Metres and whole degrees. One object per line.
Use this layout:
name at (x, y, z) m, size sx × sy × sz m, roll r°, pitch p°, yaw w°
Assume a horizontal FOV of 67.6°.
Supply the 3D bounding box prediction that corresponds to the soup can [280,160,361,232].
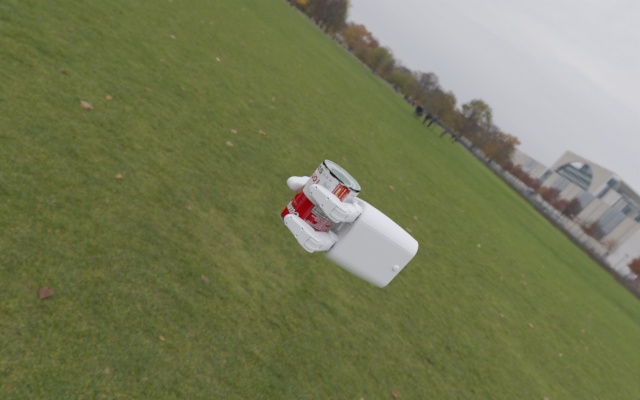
soup can at (0.000, 0.002, 0.674) m, size 0.068 × 0.102 × 0.068 m, roll 36°, pitch 17°, yaw -12°
